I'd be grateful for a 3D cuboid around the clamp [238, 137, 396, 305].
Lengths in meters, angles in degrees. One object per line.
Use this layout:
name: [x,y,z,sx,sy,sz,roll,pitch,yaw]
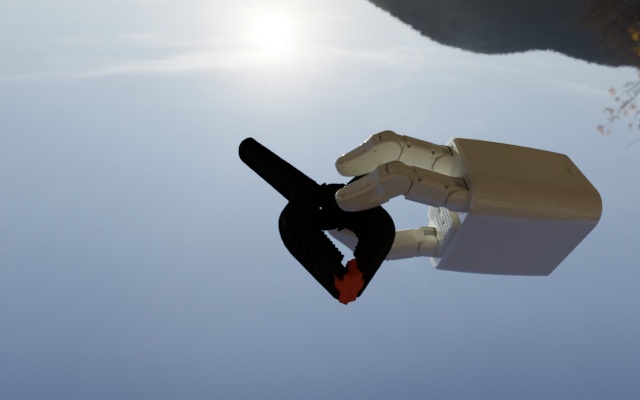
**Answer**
clamp: [0.000,0.002,0.413,0.164,0.036,0.209,6,34,-3]
